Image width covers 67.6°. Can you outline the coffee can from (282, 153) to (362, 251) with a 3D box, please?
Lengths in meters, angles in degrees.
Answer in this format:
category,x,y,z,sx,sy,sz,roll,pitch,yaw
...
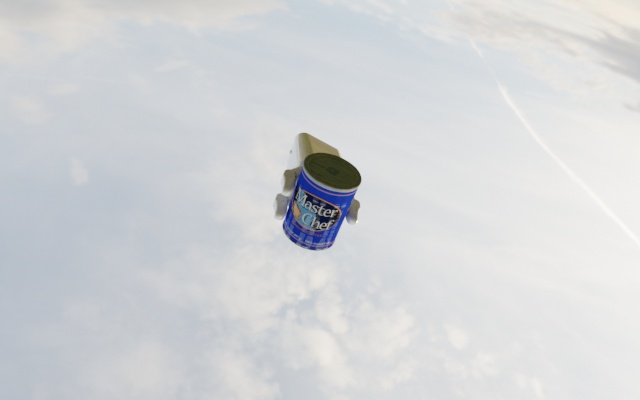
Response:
category,x,y,z,sx,sy,sz,roll,pitch,yaw
coffee can,0.000,0.003,0.834,0.103,0.140,0.102,14,35,-10
